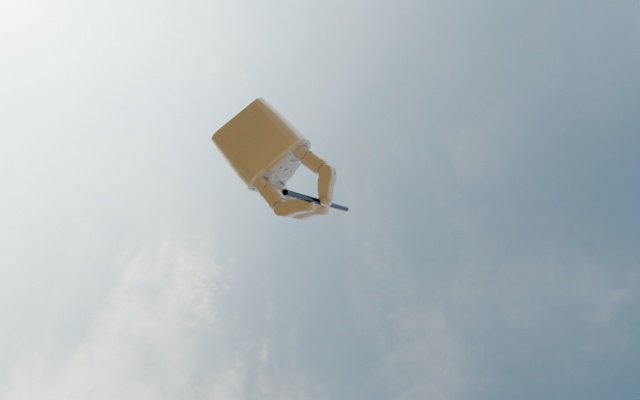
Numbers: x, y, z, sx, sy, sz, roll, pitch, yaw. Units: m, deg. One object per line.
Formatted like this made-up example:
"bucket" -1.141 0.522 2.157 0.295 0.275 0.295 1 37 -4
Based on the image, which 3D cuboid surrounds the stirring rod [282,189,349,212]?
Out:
"stirring rod" 0.000 0.002 0.695 0.011 0.011 0.239 0 -6 21
